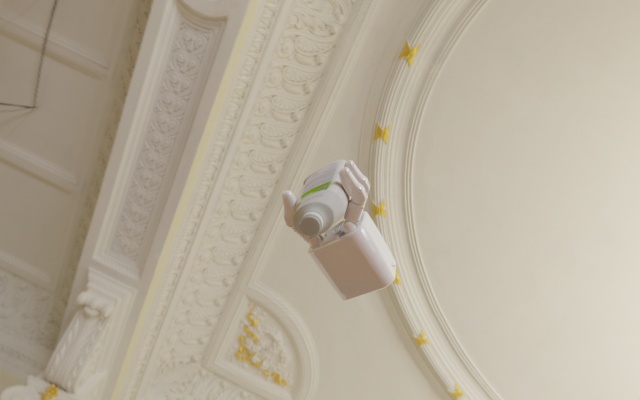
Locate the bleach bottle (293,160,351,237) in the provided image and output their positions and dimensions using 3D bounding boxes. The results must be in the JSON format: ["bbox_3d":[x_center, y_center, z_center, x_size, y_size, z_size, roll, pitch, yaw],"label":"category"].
[{"bbox_3d":[0.000,0.002,0.760,0.102,0.068,0.250,-30,10,17],"label":"bleach bottle"}]
